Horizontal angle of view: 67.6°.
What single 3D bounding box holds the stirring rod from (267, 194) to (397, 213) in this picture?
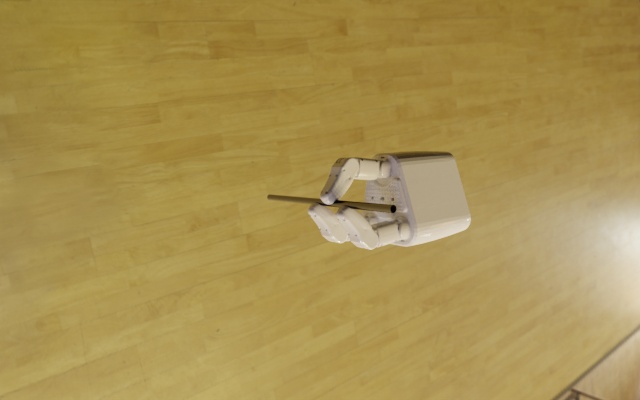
[{"bbox_3d":[0.000,0.002,0.550,0.011,0.011,0.239,0,3,-35],"label":"stirring rod"}]
